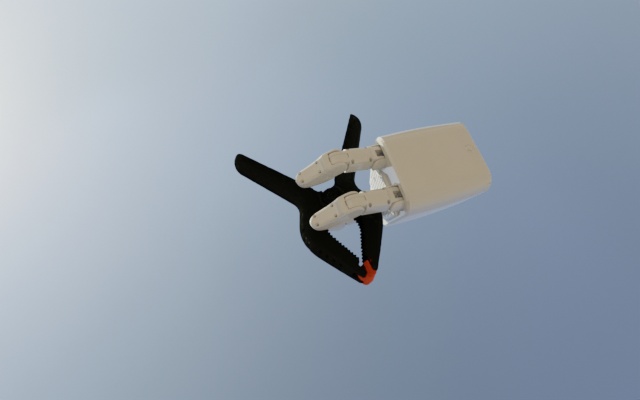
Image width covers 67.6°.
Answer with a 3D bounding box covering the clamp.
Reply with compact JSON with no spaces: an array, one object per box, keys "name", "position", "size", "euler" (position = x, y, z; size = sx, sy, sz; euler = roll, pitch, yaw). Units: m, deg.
[{"name":"clamp","position":[0.000,0.003,0.547],"size":[0.164,0.210,0.036],"euler":[-16,-26,-9]}]
